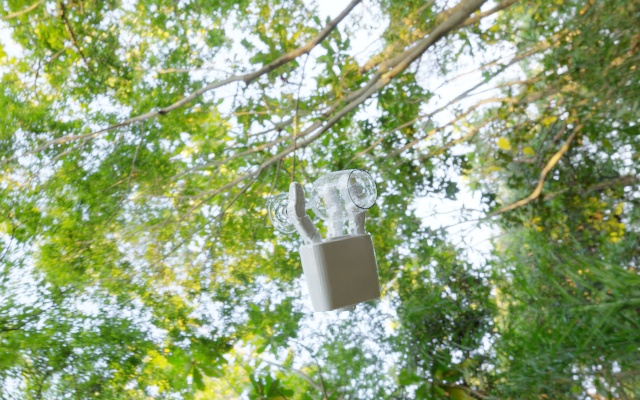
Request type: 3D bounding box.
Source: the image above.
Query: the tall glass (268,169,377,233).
[{"bbox_3d":[0.000,0.003,0.777,0.079,0.079,0.201,0,-12,-40],"label":"tall glass"}]
